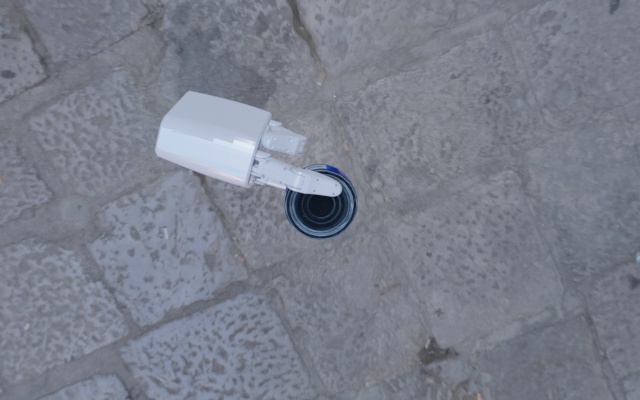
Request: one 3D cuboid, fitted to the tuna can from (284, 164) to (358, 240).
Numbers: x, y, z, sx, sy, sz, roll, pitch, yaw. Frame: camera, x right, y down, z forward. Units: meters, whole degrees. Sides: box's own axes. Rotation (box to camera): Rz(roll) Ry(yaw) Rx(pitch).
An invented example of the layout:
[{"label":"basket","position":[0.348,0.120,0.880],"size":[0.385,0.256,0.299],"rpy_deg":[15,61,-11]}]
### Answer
[{"label":"tuna can","position":[0.000,0.002,0.559],"size":[0.086,0.086,0.033],"rpy_deg":[0,14,-4]}]
